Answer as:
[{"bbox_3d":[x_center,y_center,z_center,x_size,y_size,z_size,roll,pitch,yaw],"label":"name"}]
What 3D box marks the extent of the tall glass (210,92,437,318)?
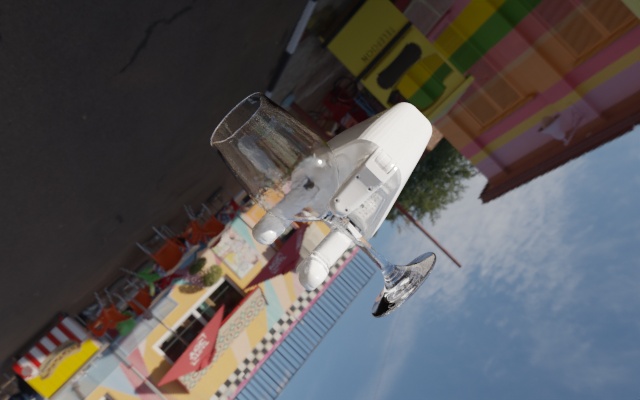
[{"bbox_3d":[0.001,0.002,0.402,0.201,0.079,0.079,45,1,-1],"label":"tall glass"}]
